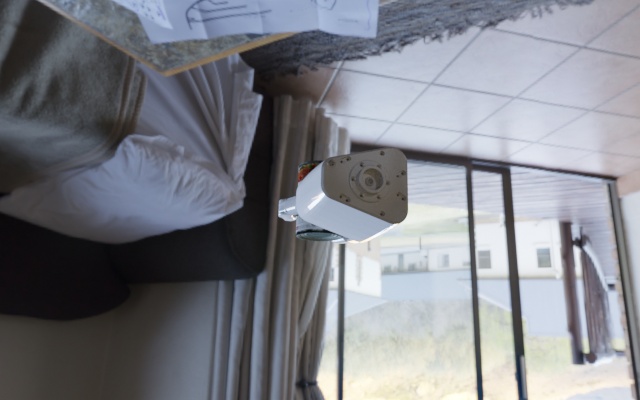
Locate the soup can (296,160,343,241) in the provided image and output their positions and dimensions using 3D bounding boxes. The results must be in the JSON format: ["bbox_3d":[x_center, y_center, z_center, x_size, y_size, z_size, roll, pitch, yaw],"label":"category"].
[{"bbox_3d":[0.000,0.003,0.679,0.068,0.102,0.068,1,-15,0],"label":"soup can"}]
